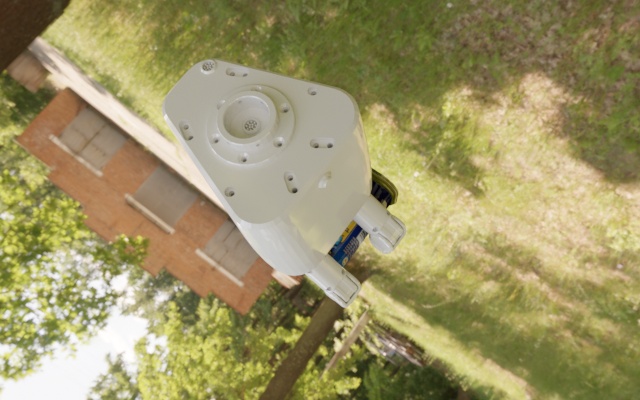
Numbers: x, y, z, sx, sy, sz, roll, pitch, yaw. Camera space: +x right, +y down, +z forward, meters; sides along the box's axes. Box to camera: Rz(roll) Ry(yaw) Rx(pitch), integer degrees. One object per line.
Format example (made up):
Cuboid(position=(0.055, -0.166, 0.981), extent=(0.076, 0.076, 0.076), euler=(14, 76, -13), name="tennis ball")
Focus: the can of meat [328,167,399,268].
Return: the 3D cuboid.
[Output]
Cuboid(position=(0.000, 0.002, 0.405), extent=(0.102, 0.084, 0.057), euler=(35, -12, 14), name="can of meat")
